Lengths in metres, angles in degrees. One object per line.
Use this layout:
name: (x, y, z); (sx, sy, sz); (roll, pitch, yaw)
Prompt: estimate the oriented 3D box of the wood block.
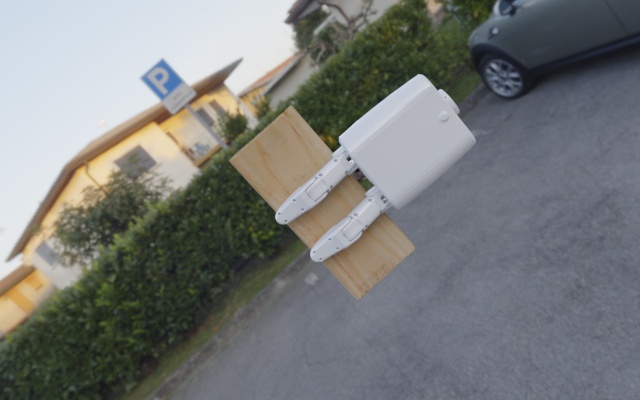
wood block: (0.000, 0.001, 0.550); (0.090, 0.206, 0.091); (-42, 9, -1)
